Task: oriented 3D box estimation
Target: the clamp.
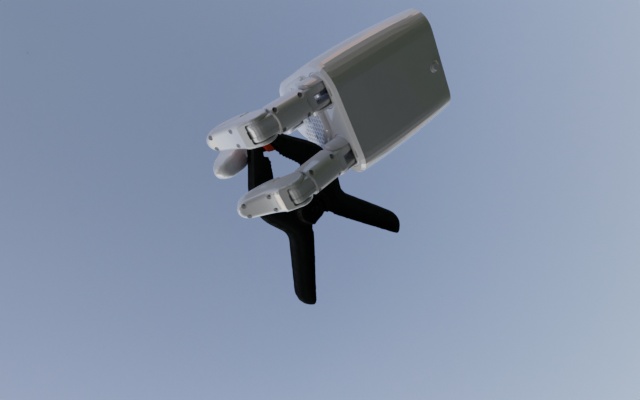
[{"bbox_3d":[0.000,0.001,0.423,0.120,0.171,0.039,-35,30,-16],"label":"clamp"}]
